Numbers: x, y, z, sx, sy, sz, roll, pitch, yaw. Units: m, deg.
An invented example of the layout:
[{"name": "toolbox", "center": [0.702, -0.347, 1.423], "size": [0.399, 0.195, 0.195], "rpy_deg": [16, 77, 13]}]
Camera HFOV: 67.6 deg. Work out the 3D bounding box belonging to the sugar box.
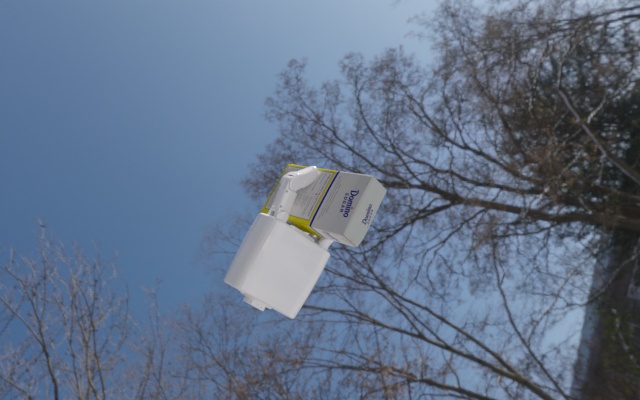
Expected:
[{"name": "sugar box", "center": [0.000, 0.003, 0.685], "size": [0.176, 0.093, 0.048], "rpy_deg": [15, -20, 43]}]
